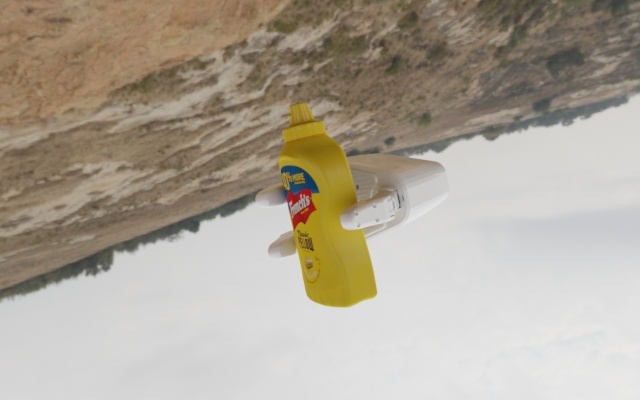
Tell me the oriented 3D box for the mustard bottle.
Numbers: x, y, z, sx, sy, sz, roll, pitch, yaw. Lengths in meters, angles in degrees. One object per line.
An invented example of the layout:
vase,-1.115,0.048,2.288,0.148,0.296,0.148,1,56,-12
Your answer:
mustard bottle,0.000,0.002,0.461,0.058,0.191,0.096,-15,6,-24
